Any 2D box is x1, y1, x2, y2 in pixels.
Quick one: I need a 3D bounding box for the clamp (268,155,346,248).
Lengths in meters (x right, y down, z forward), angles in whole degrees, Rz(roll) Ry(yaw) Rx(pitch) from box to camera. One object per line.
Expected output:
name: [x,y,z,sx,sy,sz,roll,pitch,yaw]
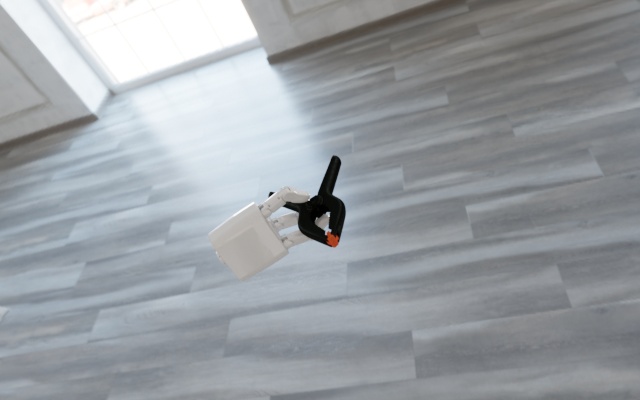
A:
clamp: [0.000,0.003,0.898,0.164,0.036,0.210,-35,42,0]
